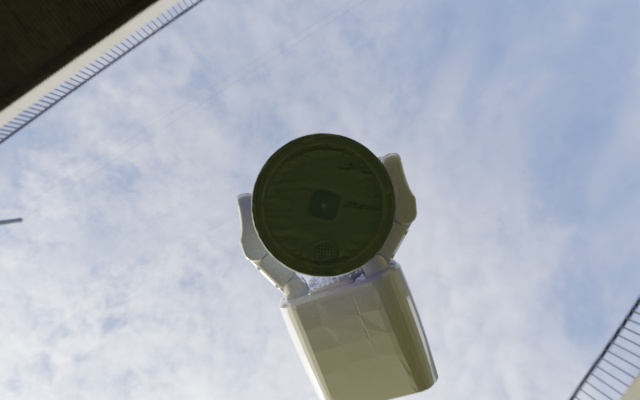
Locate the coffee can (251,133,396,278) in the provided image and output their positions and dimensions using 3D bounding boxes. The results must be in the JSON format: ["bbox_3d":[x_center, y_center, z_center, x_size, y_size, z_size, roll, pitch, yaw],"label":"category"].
[{"bbox_3d":[0.000,0.001,0.405,0.103,0.103,0.140,0,2,-2],"label":"coffee can"}]
